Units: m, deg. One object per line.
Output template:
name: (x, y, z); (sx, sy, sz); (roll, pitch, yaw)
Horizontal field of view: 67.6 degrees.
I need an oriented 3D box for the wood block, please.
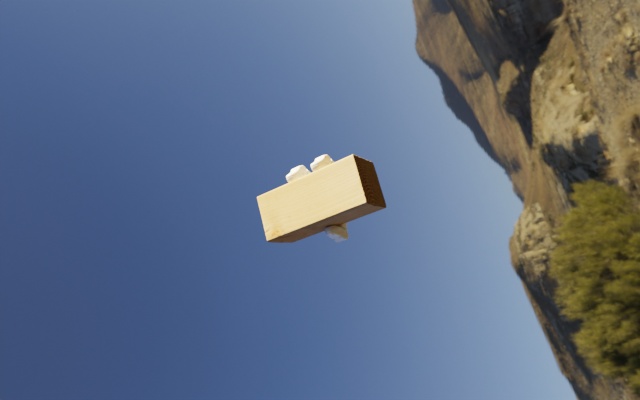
wood block: (0.000, 0.003, 0.863); (0.206, 0.090, 0.090); (-23, -16, 26)
